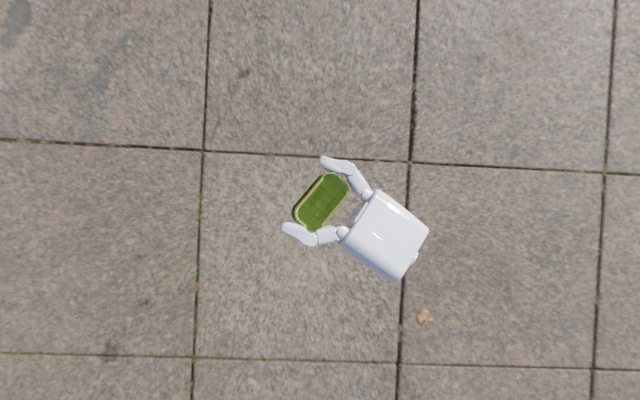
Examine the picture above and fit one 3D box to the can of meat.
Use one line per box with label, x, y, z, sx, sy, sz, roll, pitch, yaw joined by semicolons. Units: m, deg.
can of meat;0.000;0.002;0.767;0.057;0.102;0.084;40;-2;-3
